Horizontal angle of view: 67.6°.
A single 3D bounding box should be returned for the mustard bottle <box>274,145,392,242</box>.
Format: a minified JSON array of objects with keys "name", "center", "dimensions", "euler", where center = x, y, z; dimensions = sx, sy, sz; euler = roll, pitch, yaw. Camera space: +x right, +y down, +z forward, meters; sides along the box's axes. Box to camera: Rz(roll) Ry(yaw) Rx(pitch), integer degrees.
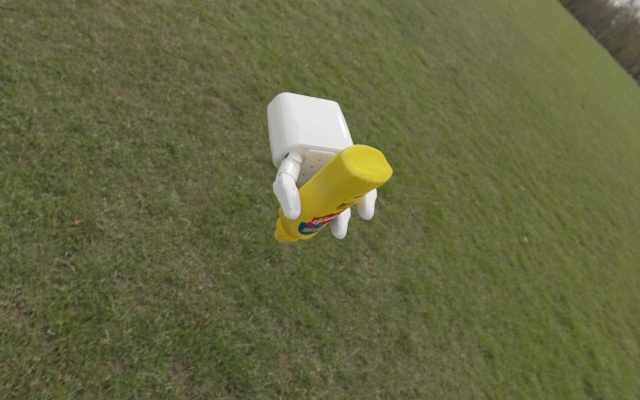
[{"name":"mustard bottle","center":[0.000,0.002,0.638],"dimensions":[0.192,0.058,0.096],"euler":[-39,-17,35]}]
